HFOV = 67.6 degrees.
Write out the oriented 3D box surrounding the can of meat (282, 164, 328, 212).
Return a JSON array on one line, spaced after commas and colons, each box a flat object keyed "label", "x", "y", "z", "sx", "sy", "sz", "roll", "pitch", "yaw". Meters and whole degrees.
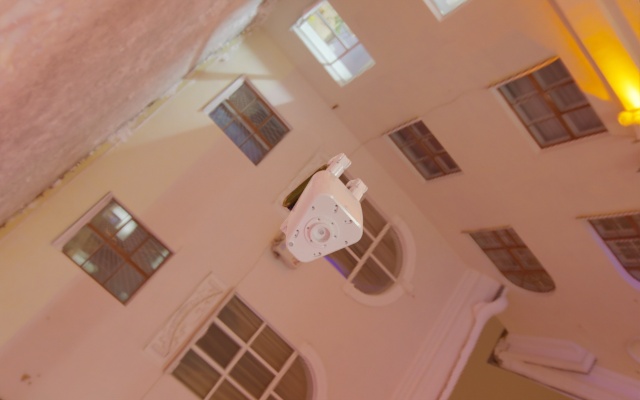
[{"label": "can of meat", "x": 0.000, "y": 0.003, "z": 0.824, "sx": 0.102, "sy": 0.084, "sz": 0.057, "roll": -40, "pitch": 14, "yaw": 12}]
